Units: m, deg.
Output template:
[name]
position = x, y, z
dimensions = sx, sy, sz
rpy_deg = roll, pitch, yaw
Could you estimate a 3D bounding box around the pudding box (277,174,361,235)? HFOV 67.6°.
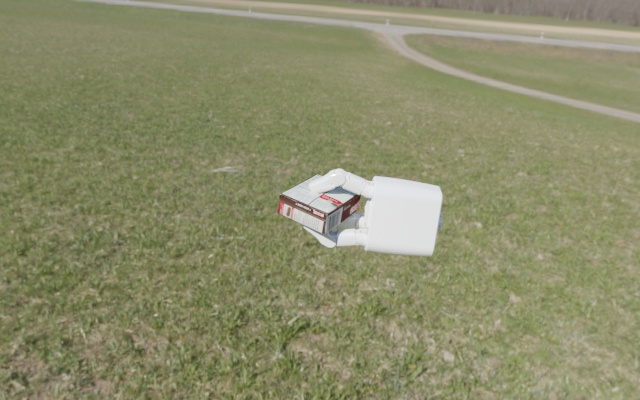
[pudding box]
position = 0.000, 0.002, 0.756
dimensions = 0.090, 0.039, 0.113
rpy_deg = 22, 28, 24
